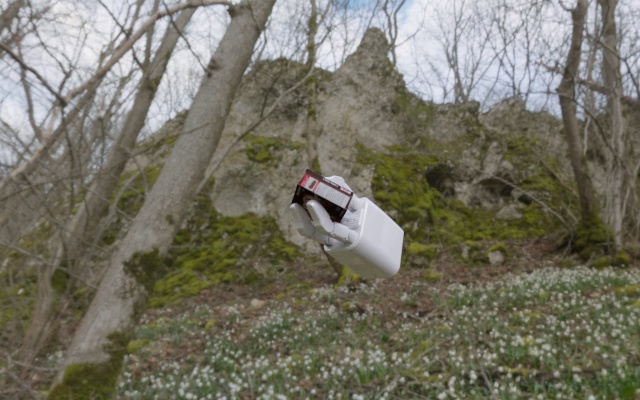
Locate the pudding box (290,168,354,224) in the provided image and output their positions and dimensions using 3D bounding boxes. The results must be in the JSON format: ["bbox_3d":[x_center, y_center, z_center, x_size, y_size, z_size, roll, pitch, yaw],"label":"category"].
[{"bbox_3d":[0.000,0.003,0.799,0.090,0.039,0.113,27,-26,1],"label":"pudding box"}]
